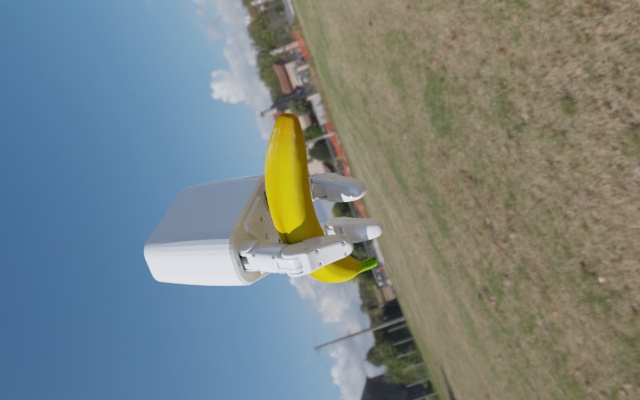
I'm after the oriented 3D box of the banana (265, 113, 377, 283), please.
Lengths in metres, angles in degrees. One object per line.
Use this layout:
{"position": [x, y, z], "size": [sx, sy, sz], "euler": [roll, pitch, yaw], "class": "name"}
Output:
{"position": [-0.010, 0.017, 0.430], "size": [0.037, 0.069, 0.198], "euler": [16, -34, 43], "class": "banana"}
